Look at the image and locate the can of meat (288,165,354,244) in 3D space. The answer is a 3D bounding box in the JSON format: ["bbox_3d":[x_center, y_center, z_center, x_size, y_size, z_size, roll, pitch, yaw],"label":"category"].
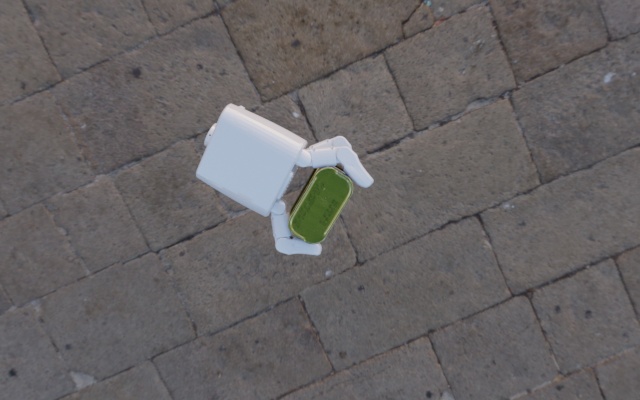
[{"bbox_3d":[0.000,0.002,0.618,0.057,0.102,0.084,30,6,-3],"label":"can of meat"}]
